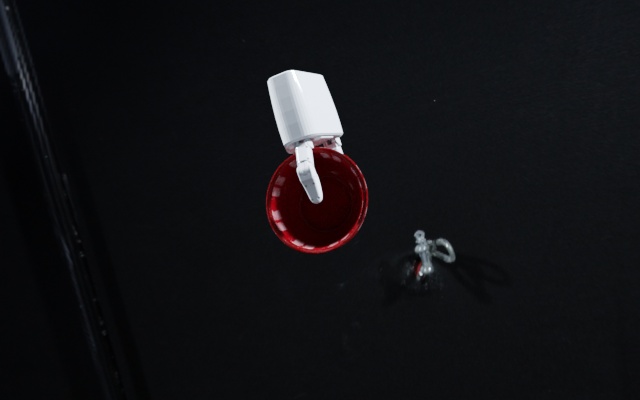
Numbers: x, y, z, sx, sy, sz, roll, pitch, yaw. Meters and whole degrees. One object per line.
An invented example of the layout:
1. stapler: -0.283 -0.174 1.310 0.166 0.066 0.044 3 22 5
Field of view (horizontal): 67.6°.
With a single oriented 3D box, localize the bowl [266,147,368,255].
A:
1. bowl: 0.000 0.004 0.738 0.162 0.162 0.055 0 -6 19
